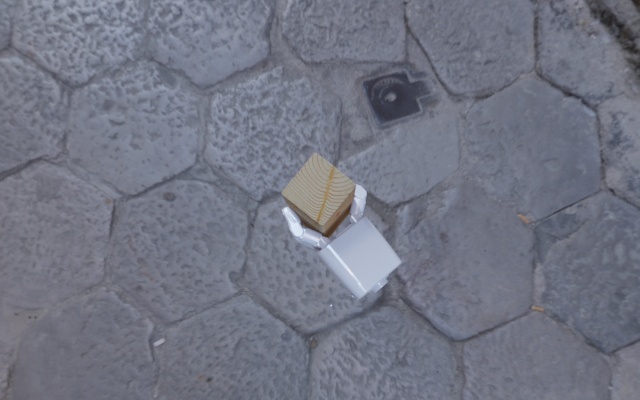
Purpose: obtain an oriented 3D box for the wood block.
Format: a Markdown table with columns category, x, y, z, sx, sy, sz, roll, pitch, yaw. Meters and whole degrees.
| category | x | y | z | sx | sy | sz | roll | pitch | yaw |
| --- | --- | --- | --- | --- | --- | --- | --- | --- | --- |
| wood block | 0.001 | 0.003 | 0.863 | 0.090 | 0.091 | 0.206 | 39 | -9 | 9 |
